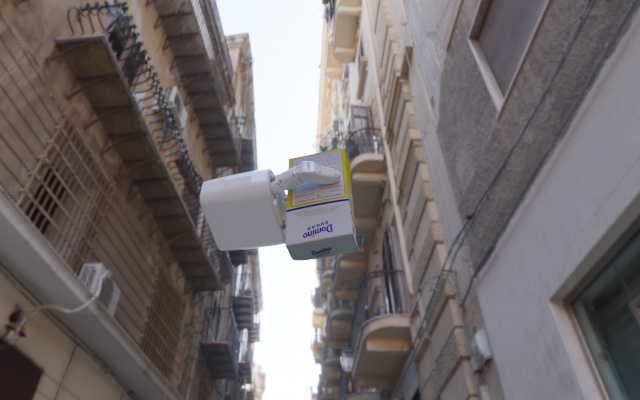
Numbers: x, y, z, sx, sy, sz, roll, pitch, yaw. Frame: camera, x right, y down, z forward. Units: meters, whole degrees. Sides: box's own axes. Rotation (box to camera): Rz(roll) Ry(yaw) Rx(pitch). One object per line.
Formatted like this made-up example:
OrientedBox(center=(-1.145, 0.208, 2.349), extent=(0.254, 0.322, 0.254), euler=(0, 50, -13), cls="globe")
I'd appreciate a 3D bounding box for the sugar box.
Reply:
OrientedBox(center=(0.000, 0.003, 0.689), extent=(0.093, 0.176, 0.048), euler=(-10, -43, 10), cls="sugar box")
